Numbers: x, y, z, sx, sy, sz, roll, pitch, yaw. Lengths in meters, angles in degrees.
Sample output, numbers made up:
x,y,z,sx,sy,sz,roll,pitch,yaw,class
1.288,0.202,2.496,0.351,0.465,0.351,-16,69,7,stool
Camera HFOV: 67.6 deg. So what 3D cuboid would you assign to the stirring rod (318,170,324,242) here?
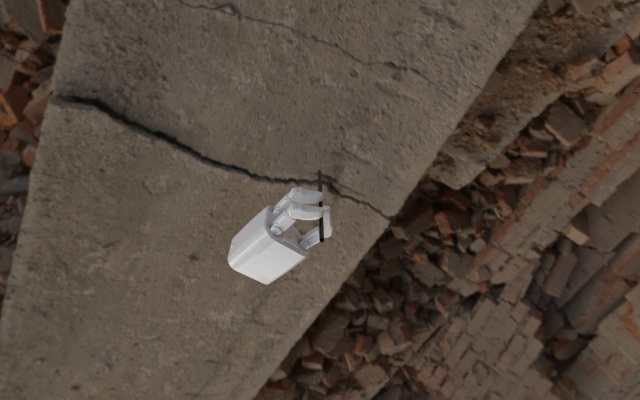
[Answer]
x,y,z,sx,sy,sz,roll,pitch,yaw,class
0.000,0.003,0.868,0.011,0.011,0.239,0,31,-1,stirring rod
